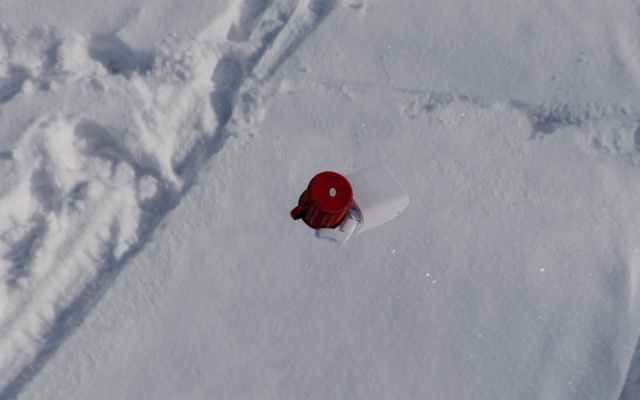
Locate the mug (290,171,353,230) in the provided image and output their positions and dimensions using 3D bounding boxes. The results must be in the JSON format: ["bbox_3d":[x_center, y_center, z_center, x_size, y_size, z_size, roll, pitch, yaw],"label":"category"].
[{"bbox_3d":[-0.001,0.003,0.850,0.117,0.093,0.081,-20,-16,-18],"label":"mug"}]
